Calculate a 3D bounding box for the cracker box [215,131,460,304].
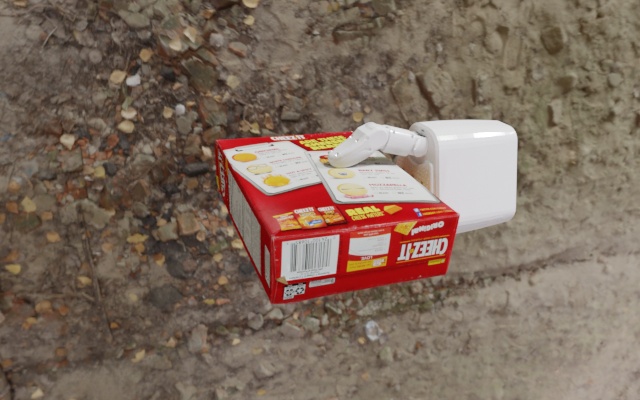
[{"bbox_3d":[0.000,0.001,0.462,0.164,0.072,0.213,-6,28,-21],"label":"cracker box"}]
